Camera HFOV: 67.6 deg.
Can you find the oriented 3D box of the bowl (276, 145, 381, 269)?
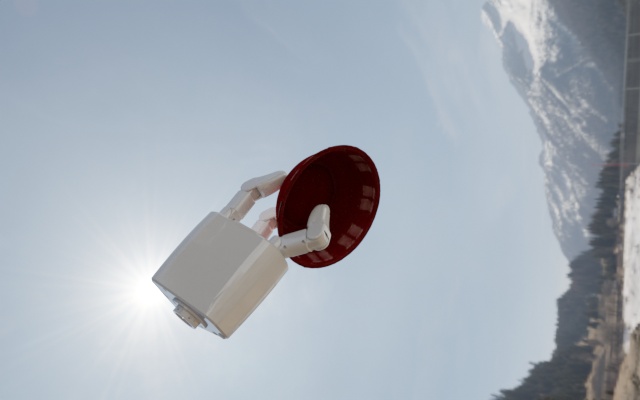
[{"bbox_3d":[0.001,0.001,0.605,0.162,0.162,0.055,0,20,-40],"label":"bowl"}]
